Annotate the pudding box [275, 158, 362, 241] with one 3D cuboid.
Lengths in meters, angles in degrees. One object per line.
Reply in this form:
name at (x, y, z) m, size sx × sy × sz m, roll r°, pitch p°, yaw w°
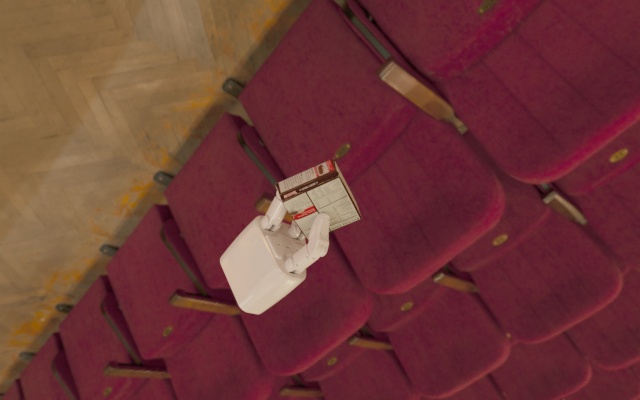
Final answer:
pudding box at (0.000, 0.002, 0.682) m, size 0.090 × 0.039 × 0.114 m, roll -24°, pitch -39°, yaw 6°
